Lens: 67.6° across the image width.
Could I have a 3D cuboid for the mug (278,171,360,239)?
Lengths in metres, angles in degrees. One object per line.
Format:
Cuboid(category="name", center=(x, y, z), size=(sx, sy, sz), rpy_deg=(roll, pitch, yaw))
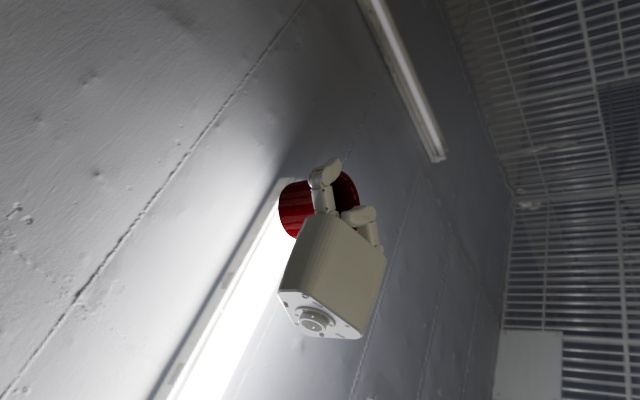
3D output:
Cuboid(category="mug", center=(0.000, 0.001, 0.655), size=(0.081, 0.117, 0.093), rpy_deg=(-8, -47, 34))
